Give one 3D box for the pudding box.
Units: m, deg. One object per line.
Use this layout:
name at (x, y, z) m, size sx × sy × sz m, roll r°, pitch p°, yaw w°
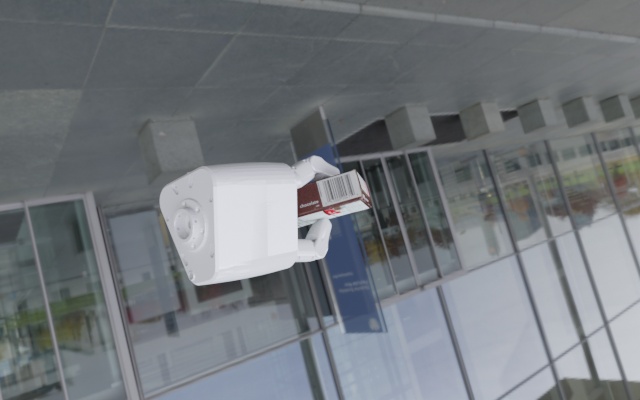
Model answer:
pudding box at (0.000, 0.002, 0.576) m, size 0.113 × 0.039 × 0.090 m, roll -14°, pitch -9°, yaw 10°
